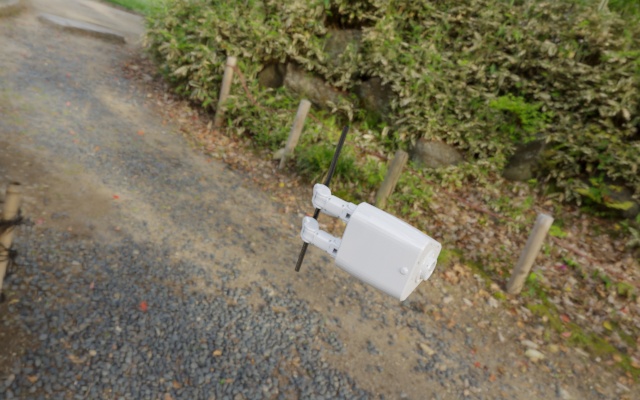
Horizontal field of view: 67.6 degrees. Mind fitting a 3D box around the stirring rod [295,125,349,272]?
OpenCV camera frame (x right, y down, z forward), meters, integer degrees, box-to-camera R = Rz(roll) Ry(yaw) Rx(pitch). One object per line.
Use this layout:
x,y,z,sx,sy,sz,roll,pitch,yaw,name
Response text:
0.000,0.002,0.716,0.011,0.239,0.011,17,18,-6,stirring rod
